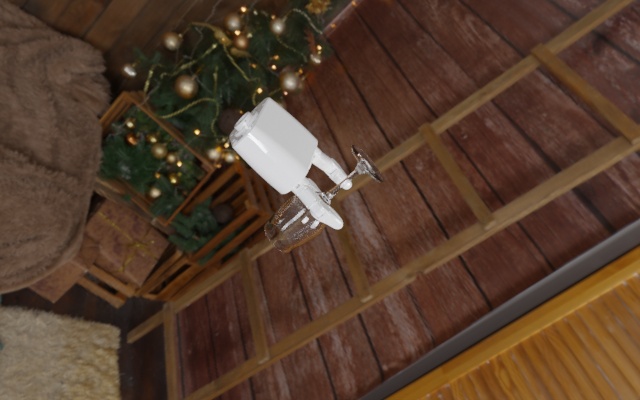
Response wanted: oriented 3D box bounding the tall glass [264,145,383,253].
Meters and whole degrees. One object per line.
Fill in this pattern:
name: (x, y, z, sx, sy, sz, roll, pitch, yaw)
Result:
tall glass: (0.001, 0.002, 0.768, 0.201, 0.079, 0.079, -40, -16, 19)
